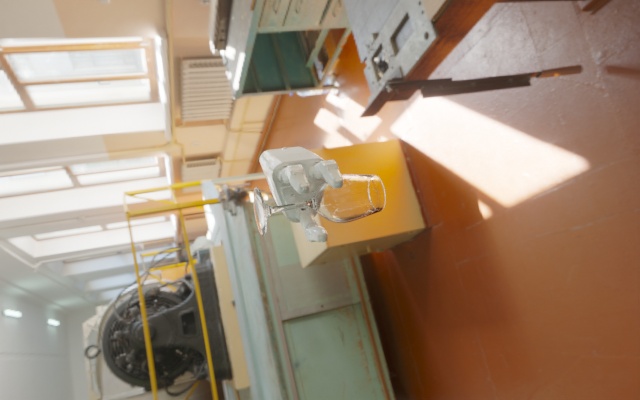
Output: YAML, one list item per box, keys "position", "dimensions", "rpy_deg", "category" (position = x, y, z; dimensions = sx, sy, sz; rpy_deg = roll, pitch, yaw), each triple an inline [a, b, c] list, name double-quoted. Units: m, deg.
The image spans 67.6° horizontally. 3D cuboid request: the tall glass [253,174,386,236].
- position: [0.000, 0.003, 0.755]
  dimensions: [0.201, 0.079, 0.079]
  rpy_deg: [-9, 3, -19]
  category: "tall glass"
